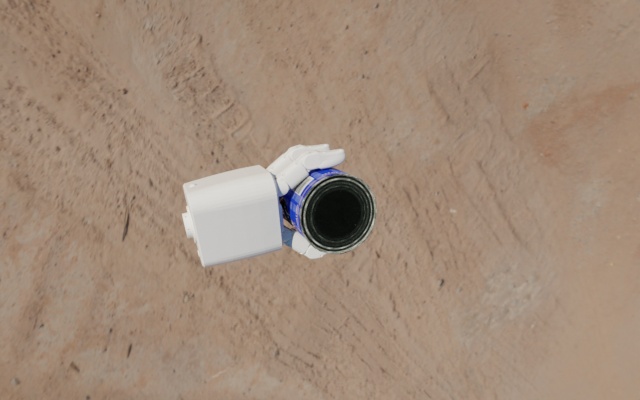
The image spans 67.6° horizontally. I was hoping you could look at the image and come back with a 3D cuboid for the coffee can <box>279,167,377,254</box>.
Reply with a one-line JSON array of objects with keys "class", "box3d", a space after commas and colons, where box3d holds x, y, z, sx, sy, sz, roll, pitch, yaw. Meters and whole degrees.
[{"class": "coffee can", "box3d": [0.000, 0.002, 0.648, 0.103, 0.103, 0.140, 0, 13, -20]}]
